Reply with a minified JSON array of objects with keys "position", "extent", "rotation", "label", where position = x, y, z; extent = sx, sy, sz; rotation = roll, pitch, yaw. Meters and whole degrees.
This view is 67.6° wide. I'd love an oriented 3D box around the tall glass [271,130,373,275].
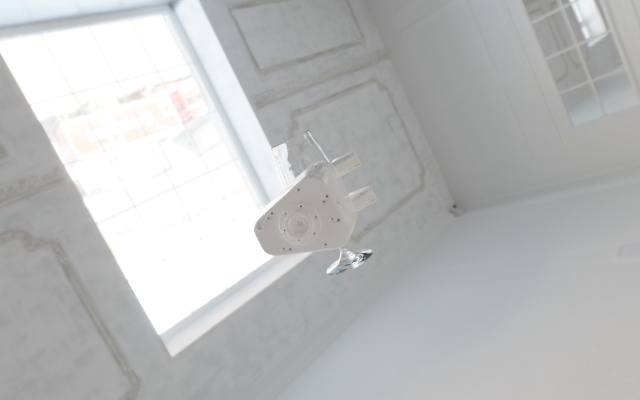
[{"position":[0.000,0.003,0.688],"extent":[0.079,0.201,0.079],"rotation":[-26,8,4],"label":"tall glass"}]
